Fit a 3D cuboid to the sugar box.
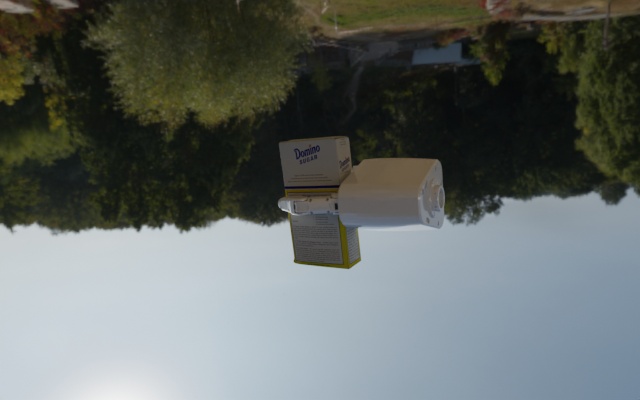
[{"bbox_3d":[0.001,0.002,0.659,0.093,0.176,0.048,1,10,31],"label":"sugar box"}]
